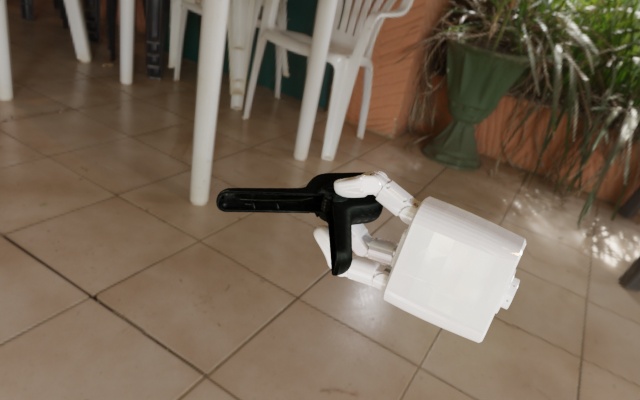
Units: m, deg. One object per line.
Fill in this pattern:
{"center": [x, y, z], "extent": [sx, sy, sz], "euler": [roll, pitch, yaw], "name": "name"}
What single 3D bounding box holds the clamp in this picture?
{"center": [0.001, 0.001, 0.539], "extent": [0.164, 0.036, 0.210], "euler": [24, 29, 21], "name": "clamp"}
